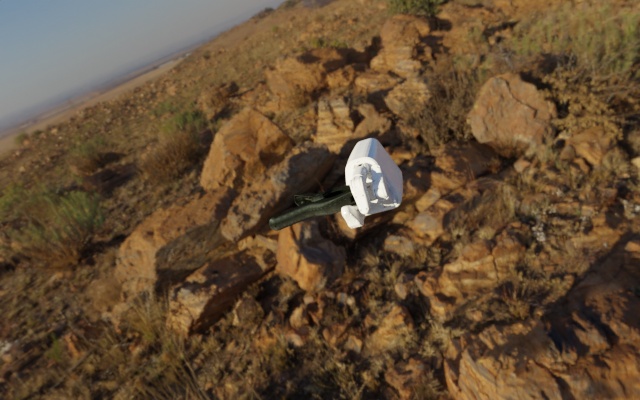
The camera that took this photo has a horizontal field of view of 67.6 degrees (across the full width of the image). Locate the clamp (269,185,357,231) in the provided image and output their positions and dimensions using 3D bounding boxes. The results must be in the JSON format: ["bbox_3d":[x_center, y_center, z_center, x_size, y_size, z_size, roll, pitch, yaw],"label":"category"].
[{"bbox_3d":[0.000,0.002,0.848,0.171,0.039,0.120,-14,24,20],"label":"clamp"}]
